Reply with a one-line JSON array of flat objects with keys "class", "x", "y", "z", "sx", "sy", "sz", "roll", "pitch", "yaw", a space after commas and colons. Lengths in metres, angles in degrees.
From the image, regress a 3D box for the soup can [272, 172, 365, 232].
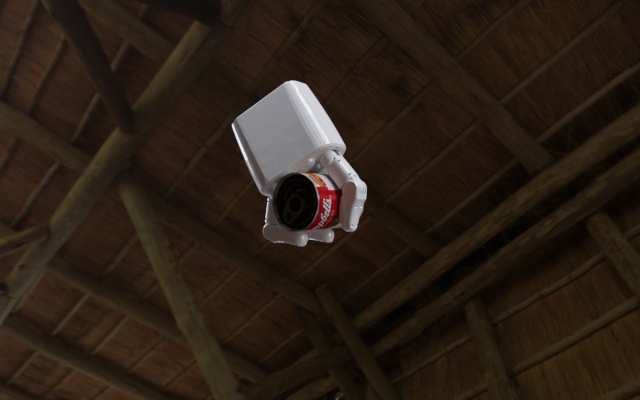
[{"class": "soup can", "x": 0.001, "y": 0.002, "z": 0.582, "sx": 0.068, "sy": 0.068, "sz": 0.102, "roll": 0, "pitch": 0, "yaw": 36}]
